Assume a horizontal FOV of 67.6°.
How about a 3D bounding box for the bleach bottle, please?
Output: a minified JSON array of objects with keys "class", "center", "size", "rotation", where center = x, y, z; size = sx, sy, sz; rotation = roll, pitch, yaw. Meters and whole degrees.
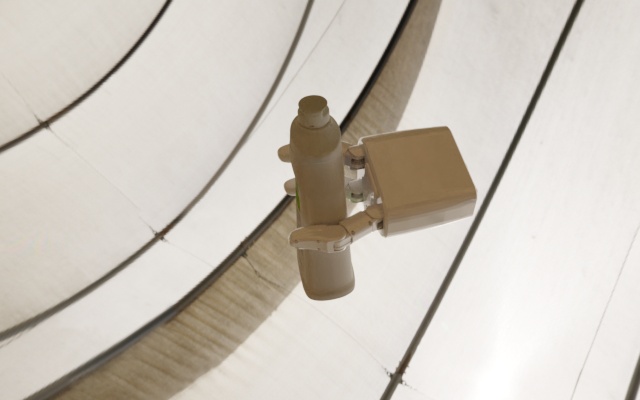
[{"class":"bleach bottle","center":[0.000,0.002,0.532],"size":[0.068,0.102,0.251],"rotation":[-10,-44,-6]}]
